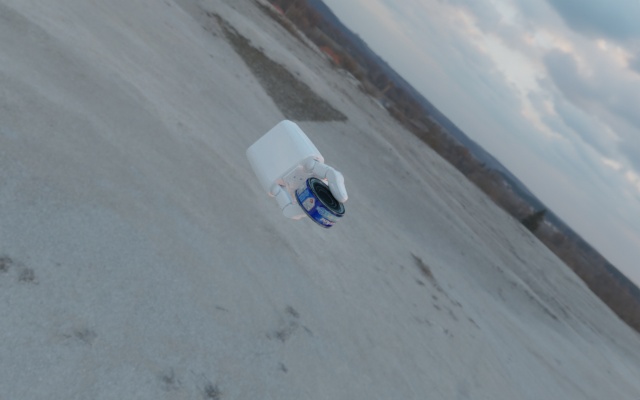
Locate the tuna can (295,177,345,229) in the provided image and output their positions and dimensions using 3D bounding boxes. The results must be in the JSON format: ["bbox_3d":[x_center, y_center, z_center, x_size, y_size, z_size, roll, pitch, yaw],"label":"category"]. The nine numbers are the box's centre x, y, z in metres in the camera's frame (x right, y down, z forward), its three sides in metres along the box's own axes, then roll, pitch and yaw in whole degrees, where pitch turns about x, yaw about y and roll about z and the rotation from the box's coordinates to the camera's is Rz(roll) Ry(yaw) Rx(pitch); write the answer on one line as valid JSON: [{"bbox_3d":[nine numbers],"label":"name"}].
[{"bbox_3d":[0.001,0.002,0.783,0.034,0.086,0.086,-43,-18,19],"label":"tuna can"}]
